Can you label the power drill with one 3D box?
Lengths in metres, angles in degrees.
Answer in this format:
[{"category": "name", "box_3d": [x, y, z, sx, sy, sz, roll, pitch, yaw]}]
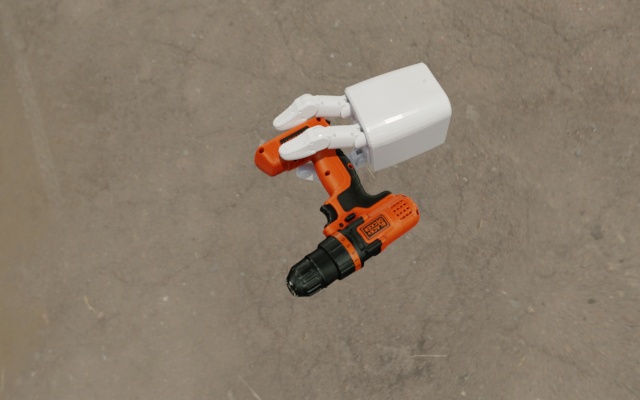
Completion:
[{"category": "power drill", "box_3d": [0.000, 0.001, 0.580, 0.184, 0.187, 0.057, -31, -15, -20]}]
